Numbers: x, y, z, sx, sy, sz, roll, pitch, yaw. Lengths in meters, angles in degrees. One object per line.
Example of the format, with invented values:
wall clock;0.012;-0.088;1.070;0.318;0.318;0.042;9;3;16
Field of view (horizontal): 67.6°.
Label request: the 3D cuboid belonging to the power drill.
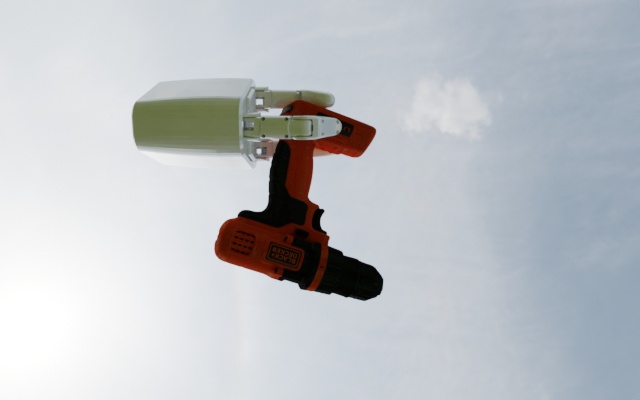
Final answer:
power drill;0.000;0.001;0.510;0.184;0.187;0.057;19;-13;-15
